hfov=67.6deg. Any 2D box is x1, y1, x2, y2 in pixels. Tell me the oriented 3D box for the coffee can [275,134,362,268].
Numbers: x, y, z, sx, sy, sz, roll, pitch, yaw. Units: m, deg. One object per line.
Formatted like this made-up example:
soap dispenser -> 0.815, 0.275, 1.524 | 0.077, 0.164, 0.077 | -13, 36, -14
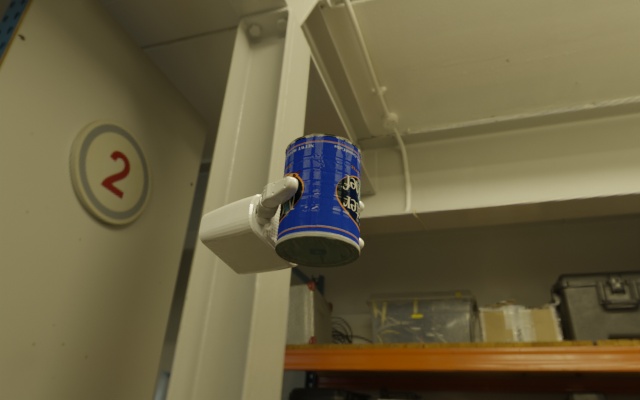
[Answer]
coffee can -> 0.000, 0.002, 0.606 | 0.103, 0.140, 0.103 | 3, -27, 1
